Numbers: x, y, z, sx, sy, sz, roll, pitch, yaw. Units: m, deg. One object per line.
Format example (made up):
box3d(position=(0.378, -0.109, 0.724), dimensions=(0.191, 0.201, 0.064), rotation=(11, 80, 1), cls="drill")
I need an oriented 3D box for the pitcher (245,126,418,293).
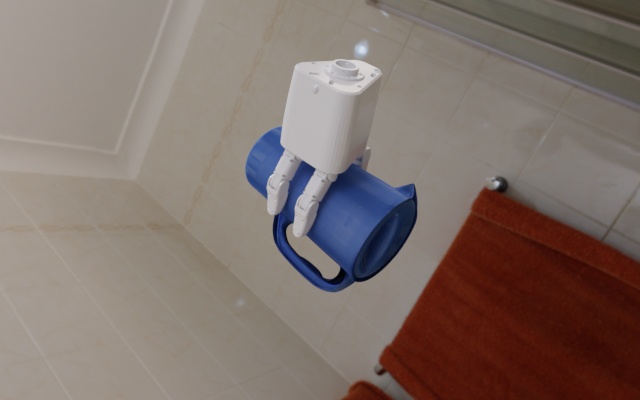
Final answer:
box3d(position=(0.000, 0.002, 0.676), dimensions=(0.242, 0.145, 0.149), rotation=(36, 42, 29), cls="pitcher")
